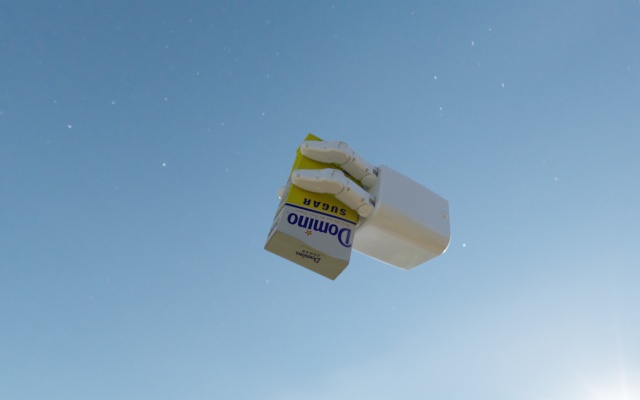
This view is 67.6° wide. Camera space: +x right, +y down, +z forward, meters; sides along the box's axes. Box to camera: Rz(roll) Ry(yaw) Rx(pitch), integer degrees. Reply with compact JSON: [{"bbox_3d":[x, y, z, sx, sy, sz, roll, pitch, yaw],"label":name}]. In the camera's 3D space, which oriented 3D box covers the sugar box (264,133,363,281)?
[{"bbox_3d":[0.000,0.002,0.585,0.093,0.176,0.048,26,-48,-12],"label":"sugar box"}]
